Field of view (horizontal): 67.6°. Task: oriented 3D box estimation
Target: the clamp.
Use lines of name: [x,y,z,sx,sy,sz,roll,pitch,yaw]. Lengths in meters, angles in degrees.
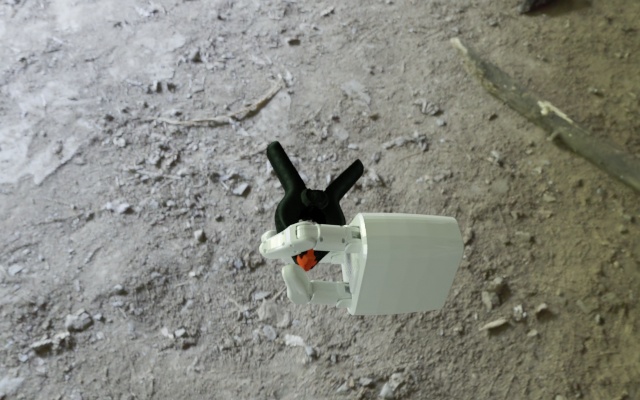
clamp: [0.000,0.002,0.542,0.120,0.171,0.039,1,-36,-10]
